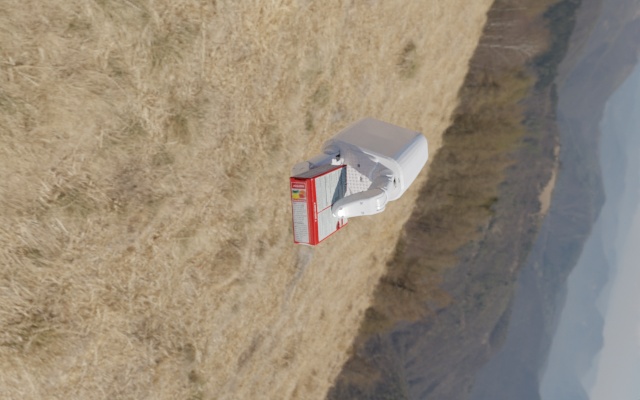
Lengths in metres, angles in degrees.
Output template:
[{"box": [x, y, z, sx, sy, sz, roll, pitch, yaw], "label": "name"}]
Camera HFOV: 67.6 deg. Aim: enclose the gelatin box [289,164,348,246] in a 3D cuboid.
[{"box": [0.000, 0.002, 0.531, 0.030, 0.073, 0.089, 5, 16, 26], "label": "gelatin box"}]
